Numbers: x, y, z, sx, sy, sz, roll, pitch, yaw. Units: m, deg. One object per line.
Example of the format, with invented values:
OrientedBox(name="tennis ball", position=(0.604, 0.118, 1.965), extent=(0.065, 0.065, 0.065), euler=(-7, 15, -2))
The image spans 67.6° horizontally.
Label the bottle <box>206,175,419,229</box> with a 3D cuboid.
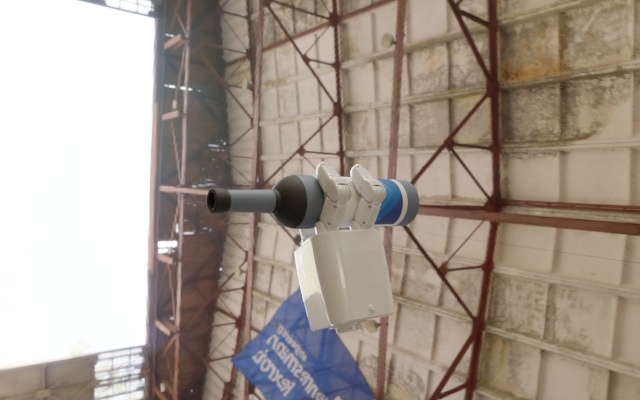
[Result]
OrientedBox(name="bottle", position=(0.000, 0.002, 0.603), extent=(0.296, 0.069, 0.069), euler=(1, -1, -37))
